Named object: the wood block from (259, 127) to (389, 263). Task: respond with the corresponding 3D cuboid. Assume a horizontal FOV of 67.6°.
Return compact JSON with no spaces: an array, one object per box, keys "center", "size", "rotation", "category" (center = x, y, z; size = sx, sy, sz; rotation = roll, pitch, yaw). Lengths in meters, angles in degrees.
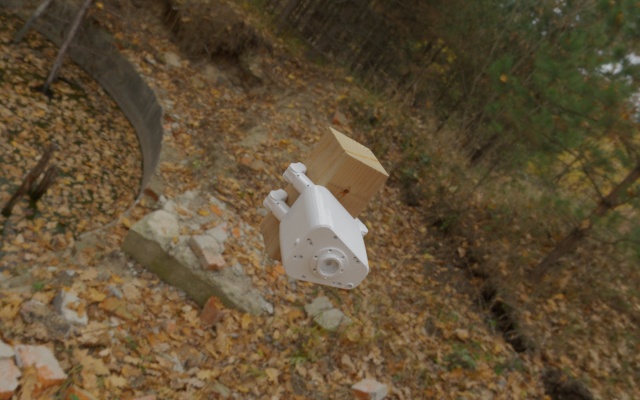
[{"center":[0.001,0.003,0.759],"size":[0.091,0.206,0.090],"rotation":[24,24,-32],"category":"wood block"}]
